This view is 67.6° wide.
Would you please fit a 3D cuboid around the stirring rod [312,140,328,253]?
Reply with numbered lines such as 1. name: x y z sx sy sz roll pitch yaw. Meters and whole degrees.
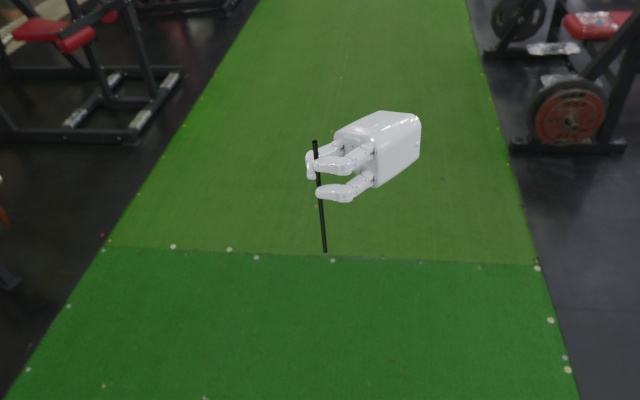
1. stirring rod: 0.000 0.003 0.791 0.011 0.240 0.011 -3 41 3
